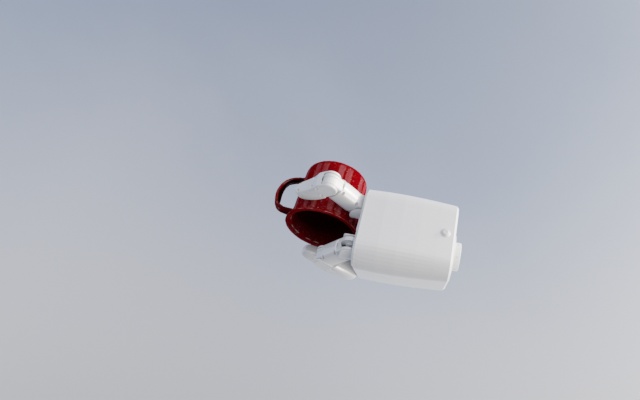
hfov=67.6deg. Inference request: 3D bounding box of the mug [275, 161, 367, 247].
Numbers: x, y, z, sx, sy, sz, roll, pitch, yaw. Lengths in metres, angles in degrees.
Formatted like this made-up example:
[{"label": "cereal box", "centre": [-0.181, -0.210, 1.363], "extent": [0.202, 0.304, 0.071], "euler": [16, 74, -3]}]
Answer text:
[{"label": "mug", "centre": [-0.001, 0.002, 0.608], "extent": [0.117, 0.081, 0.093], "euler": [12, -32, 11]}]
